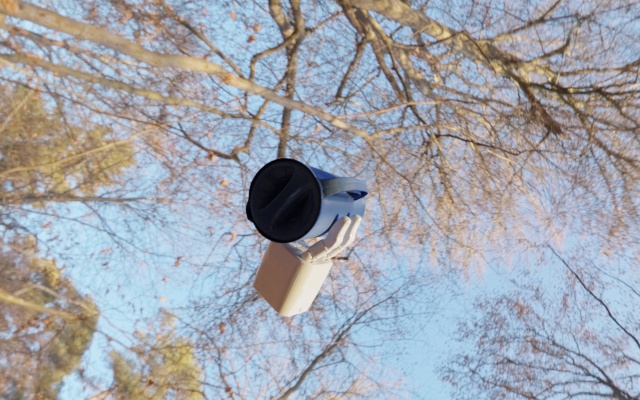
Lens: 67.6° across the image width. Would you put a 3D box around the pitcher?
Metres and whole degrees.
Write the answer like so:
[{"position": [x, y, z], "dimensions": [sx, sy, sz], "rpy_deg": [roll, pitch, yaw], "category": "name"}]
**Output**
[{"position": [0.000, 0.003, 0.836], "dimensions": [0.149, 0.145, 0.243], "rpy_deg": [31, 11, 24], "category": "pitcher"}]
